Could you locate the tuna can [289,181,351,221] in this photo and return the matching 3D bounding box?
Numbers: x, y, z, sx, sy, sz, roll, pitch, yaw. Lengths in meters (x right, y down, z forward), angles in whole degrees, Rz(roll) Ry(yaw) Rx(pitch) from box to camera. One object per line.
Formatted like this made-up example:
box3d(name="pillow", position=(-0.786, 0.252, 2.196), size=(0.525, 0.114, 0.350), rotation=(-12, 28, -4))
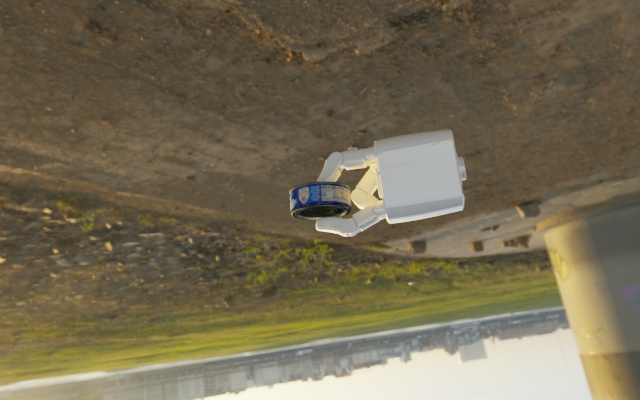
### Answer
box3d(name="tuna can", position=(0.000, 0.003, 0.663), size=(0.086, 0.033, 0.086), rotation=(-3, -16, -1))
